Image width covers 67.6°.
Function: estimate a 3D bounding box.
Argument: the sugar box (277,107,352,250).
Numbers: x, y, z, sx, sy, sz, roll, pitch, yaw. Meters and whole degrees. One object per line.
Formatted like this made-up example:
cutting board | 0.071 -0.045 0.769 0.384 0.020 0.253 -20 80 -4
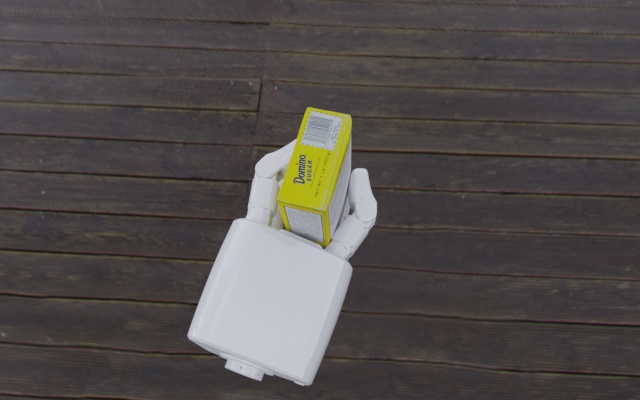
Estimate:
sugar box | -0.001 0.001 0.457 0.048 0.093 0.176 14 -24 7
